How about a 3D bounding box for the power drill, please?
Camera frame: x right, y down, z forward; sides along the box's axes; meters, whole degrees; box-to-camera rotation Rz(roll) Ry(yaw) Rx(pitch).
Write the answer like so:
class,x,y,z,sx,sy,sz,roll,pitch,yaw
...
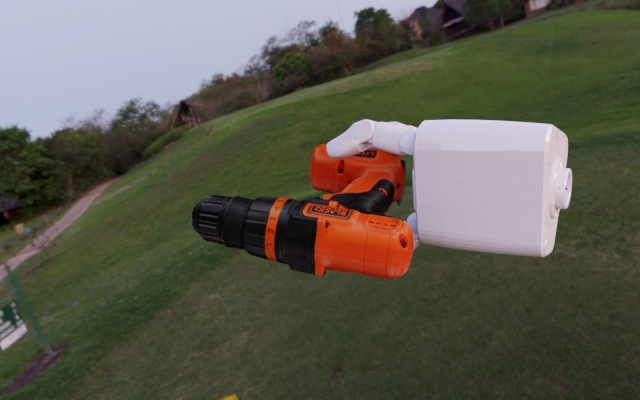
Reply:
class,x,y,z,sx,sy,sz,roll,pitch,yaw
power drill,0.000,0.001,0.445,0.184,0.057,0.187,10,26,13
